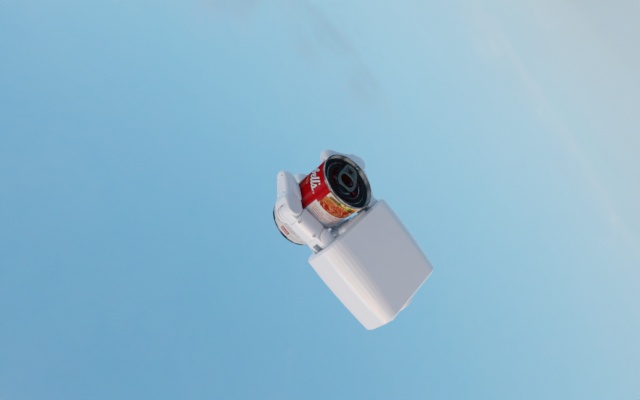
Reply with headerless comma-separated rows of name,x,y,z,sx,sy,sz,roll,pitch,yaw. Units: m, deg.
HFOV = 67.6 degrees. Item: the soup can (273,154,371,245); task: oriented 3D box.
soup can,0.000,0.002,0.552,0.068,0.068,0.102,0,-27,-44
